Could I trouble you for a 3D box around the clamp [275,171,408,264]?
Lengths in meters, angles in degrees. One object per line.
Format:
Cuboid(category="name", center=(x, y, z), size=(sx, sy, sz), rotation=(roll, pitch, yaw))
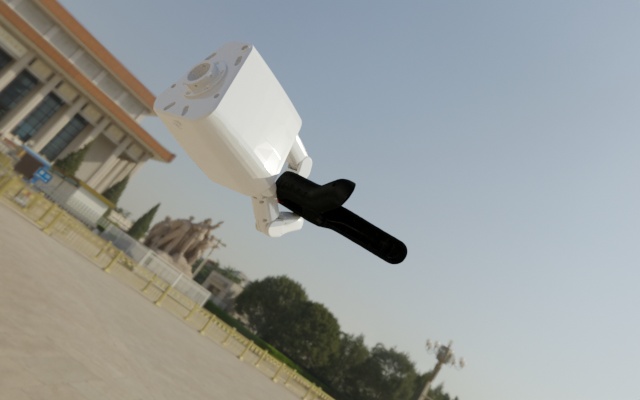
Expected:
Cuboid(category="clamp", center=(0.000, 0.001, 0.478), size=(0.171, 0.039, 0.120), rotation=(21, -26, 39))
